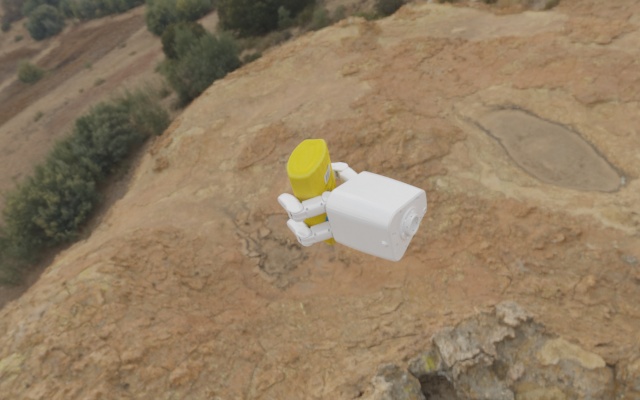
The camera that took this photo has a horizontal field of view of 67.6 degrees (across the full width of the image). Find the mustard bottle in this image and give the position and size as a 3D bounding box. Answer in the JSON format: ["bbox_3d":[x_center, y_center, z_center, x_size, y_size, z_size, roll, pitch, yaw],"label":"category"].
[{"bbox_3d":[0.000,0.002,0.771,0.058,0.192,0.096,-1,43,18],"label":"mustard bottle"}]
